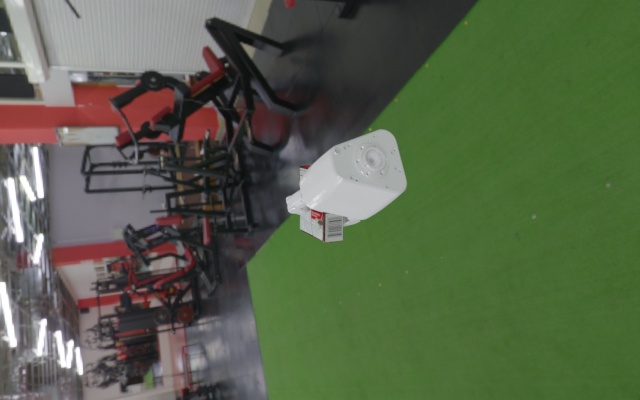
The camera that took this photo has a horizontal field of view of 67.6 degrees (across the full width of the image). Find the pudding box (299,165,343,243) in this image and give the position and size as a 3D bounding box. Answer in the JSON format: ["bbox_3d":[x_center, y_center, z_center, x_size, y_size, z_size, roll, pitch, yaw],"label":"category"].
[{"bbox_3d":[0.000,0.003,0.759,0.039,0.113,0.090,-4,11,-26],"label":"pudding box"}]
